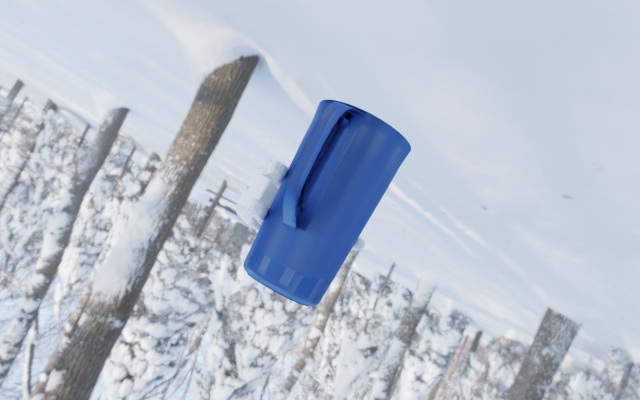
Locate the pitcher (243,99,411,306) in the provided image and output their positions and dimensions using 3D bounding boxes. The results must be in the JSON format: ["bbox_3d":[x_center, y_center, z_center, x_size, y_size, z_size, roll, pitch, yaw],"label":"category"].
[{"bbox_3d":[0.000,0.002,0.599,0.149,0.243,0.145,31,-7,-24],"label":"pitcher"}]
